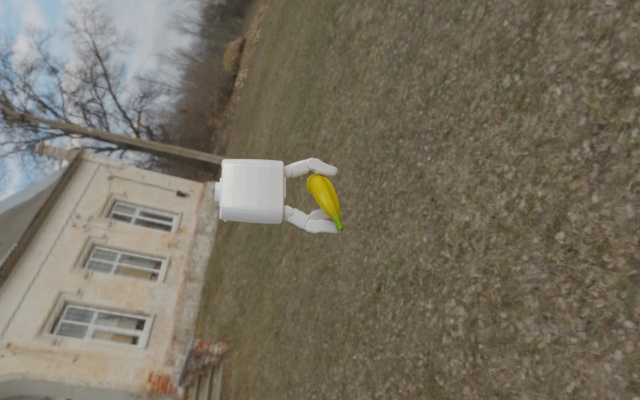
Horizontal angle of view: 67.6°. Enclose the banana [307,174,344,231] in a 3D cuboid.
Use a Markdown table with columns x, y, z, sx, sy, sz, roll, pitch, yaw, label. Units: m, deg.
| x | y | z | sx | sy | sz | roll | pitch | yaw | label |
| --- | --- | --- | --- | --- | --- | --- | --- | --- | --- |
| 0.000 | -0.013 | 0.865 | 0.037 | 0.070 | 0.197 | -8 | 23 | -10 | banana |
